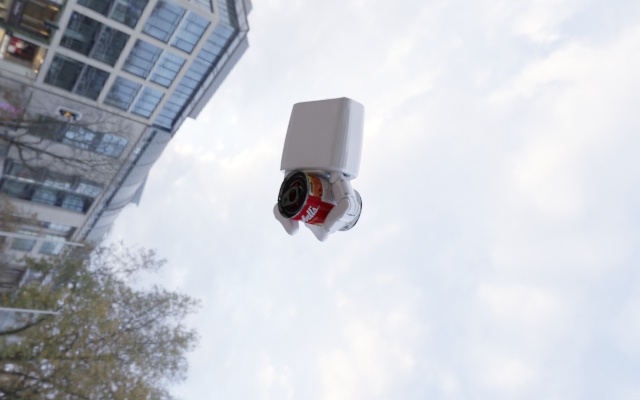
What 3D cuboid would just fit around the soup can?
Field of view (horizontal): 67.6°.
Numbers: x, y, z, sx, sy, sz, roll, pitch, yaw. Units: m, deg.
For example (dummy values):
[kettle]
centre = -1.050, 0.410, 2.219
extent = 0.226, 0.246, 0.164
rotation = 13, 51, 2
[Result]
[soup can]
centre = 0.000, 0.003, 0.669
extent = 0.102, 0.068, 0.068
rotation = 17, -10, -38
